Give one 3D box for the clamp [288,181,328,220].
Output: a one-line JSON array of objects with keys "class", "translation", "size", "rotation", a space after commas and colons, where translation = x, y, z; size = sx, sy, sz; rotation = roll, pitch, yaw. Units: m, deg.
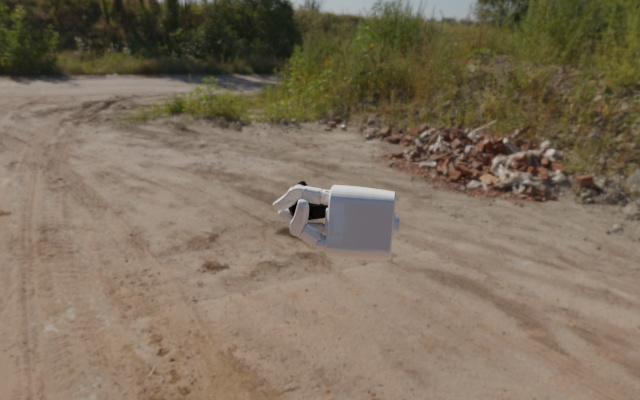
[{"class": "clamp", "translation": [0.000, 0.002, 0.862], "size": [0.120, 0.039, 0.171], "rotation": [4, 19, 8]}]
